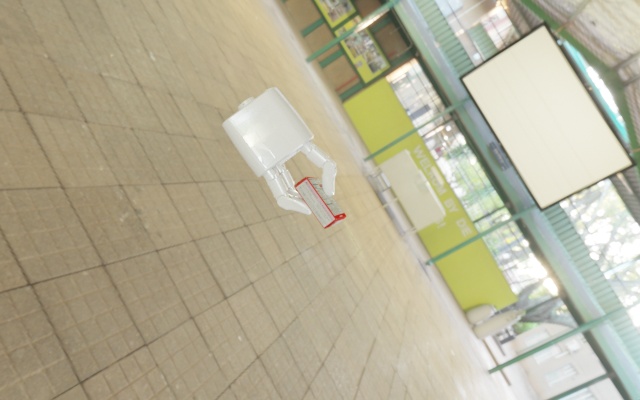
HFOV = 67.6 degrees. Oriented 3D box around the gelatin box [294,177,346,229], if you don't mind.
[{"bbox_3d":[0.001,0.003,0.802,0.030,0.089,0.073,-38,-8,13],"label":"gelatin box"}]
